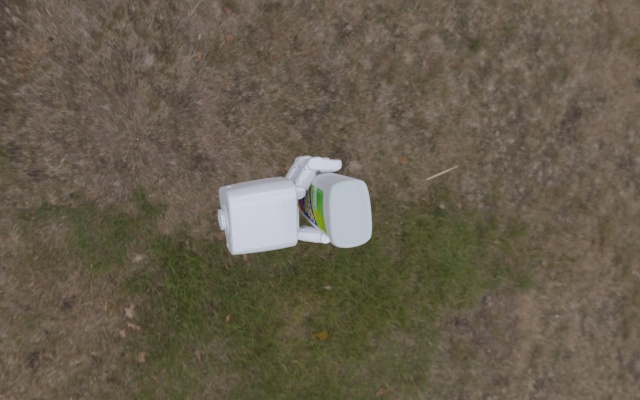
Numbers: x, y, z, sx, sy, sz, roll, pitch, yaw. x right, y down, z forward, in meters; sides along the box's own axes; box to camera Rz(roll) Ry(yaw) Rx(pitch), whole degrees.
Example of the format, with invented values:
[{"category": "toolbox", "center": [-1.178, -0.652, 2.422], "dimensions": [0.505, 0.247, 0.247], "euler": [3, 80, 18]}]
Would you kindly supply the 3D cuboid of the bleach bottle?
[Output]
[{"category": "bleach bottle", "center": [0.000, 0.002, 0.794], "dimensions": [0.068, 0.102, 0.251], "euler": [-8, 10, -19]}]
